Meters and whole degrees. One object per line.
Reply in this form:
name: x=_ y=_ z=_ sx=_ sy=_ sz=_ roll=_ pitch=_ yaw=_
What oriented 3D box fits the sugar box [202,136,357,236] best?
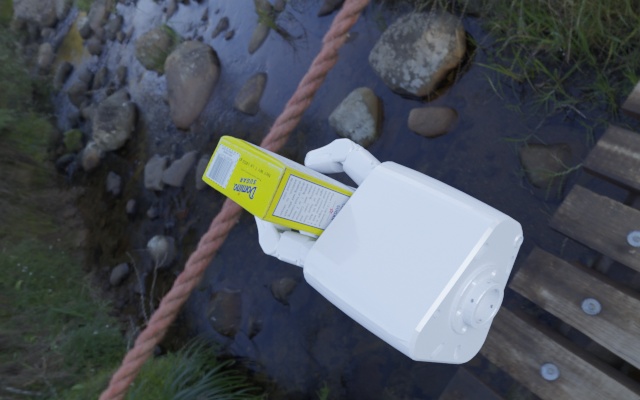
sugar box: x=0.000 y=0.002 z=0.404 sx=0.176 sy=0.048 sz=0.093 roll=23 pitch=5 yaw=-44
